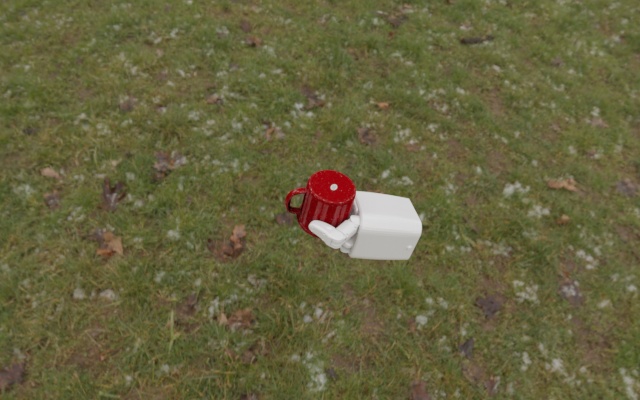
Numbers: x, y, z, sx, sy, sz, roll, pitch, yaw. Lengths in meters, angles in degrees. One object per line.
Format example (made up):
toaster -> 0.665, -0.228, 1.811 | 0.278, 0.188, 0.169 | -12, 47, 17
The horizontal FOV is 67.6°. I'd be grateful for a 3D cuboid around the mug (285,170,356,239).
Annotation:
mug -> -0.001, 0.002, 0.791 | 0.117, 0.093, 0.082 | 6, -45, -10
